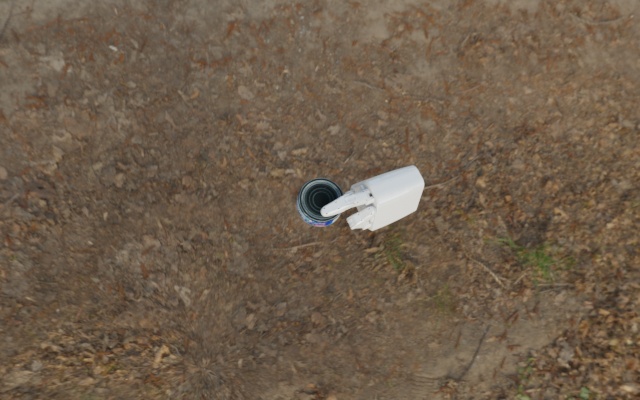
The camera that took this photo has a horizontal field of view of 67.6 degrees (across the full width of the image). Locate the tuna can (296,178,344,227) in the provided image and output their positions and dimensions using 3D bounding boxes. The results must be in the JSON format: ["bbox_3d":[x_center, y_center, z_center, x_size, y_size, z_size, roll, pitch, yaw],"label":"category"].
[{"bbox_3d":[0.000,0.003,0.867,0.086,0.086,0.034,0,-17,-8],"label":"tuna can"}]
